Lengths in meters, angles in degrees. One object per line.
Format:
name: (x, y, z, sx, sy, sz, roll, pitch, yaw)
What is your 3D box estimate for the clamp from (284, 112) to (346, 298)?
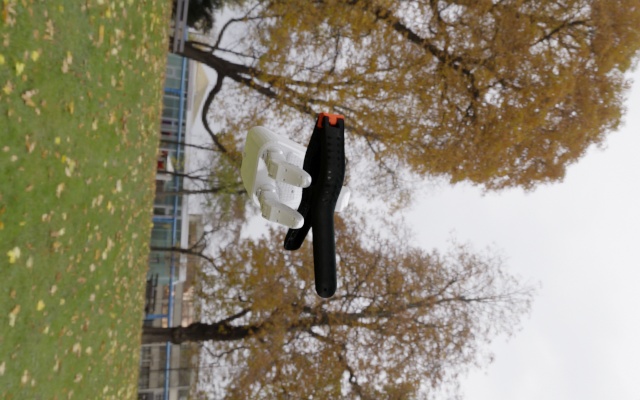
clamp: (0.001, 0.001, 0.582, 0.036, 0.210, 0.164, 4, 20, -22)
